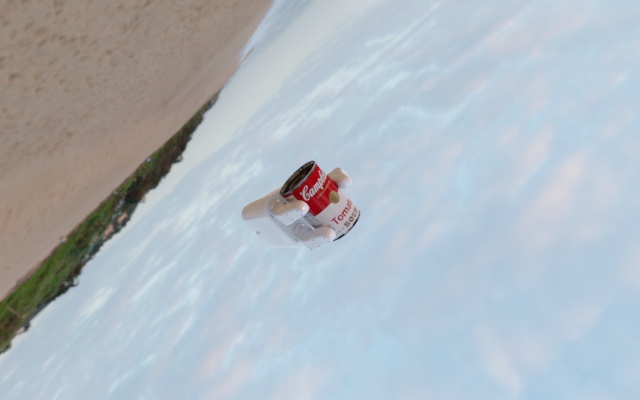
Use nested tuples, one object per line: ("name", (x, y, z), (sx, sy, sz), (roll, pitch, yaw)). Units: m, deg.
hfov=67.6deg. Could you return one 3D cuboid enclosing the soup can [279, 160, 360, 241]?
("soup can", (0.001, 0.002, 0.685), (0.102, 0.068, 0.068), (46, -18, -18))
